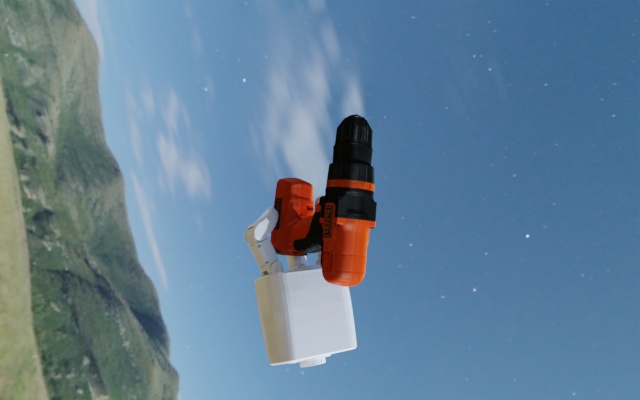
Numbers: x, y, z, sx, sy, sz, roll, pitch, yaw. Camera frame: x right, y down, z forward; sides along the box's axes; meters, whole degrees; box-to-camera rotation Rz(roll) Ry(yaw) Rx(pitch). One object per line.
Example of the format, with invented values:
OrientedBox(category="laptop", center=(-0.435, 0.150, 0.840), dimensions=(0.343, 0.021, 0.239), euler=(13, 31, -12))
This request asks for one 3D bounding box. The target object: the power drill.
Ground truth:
OrientedBox(category="power drill", center=(0.000, 0.002, 0.573), dimensions=(0.057, 0.184, 0.187), euler=(9, -6, -24))
